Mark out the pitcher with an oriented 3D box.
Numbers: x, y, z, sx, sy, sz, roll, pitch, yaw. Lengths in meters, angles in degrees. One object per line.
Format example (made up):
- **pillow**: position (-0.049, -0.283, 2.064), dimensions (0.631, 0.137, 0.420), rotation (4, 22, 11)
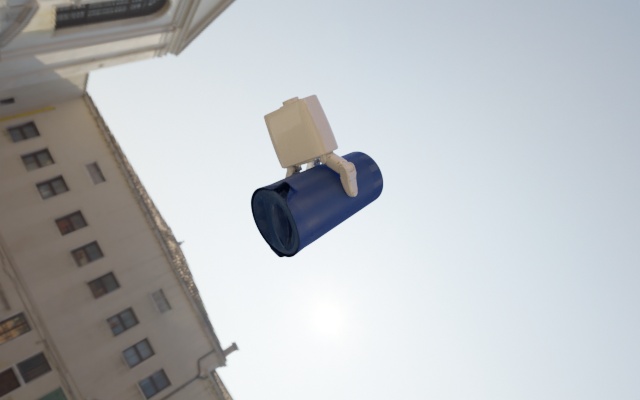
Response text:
- **pitcher**: position (0.000, 0.003, 0.893), dimensions (0.242, 0.145, 0.149), rotation (-27, 9, -35)
